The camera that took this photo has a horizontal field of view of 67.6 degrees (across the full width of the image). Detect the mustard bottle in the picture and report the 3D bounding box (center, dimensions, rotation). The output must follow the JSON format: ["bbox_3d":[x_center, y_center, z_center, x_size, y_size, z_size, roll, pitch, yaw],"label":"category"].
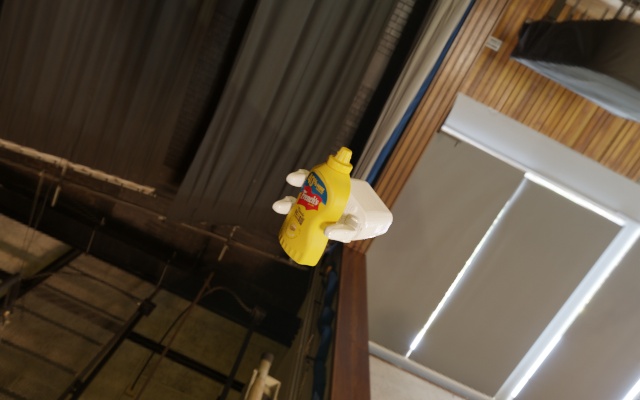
[{"bbox_3d":[0.000,0.003,0.765,0.058,0.192,0.096,15,22,-33],"label":"mustard bottle"}]
